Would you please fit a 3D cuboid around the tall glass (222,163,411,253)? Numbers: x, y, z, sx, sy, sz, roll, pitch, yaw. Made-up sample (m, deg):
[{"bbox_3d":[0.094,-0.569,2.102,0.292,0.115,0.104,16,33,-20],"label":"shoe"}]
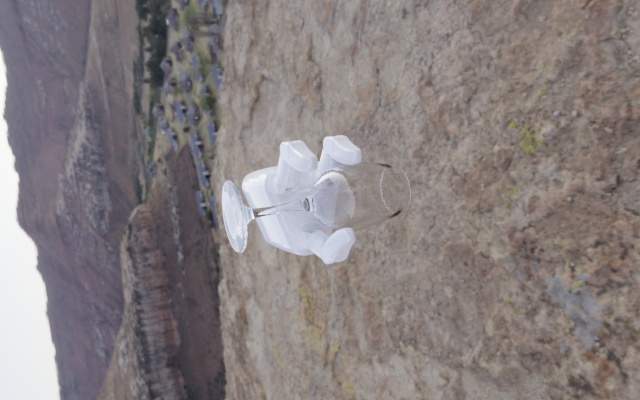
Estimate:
[{"bbox_3d":[0.000,0.002,0.522,0.201,0.079,0.079,-9,4,-26],"label":"tall glass"}]
